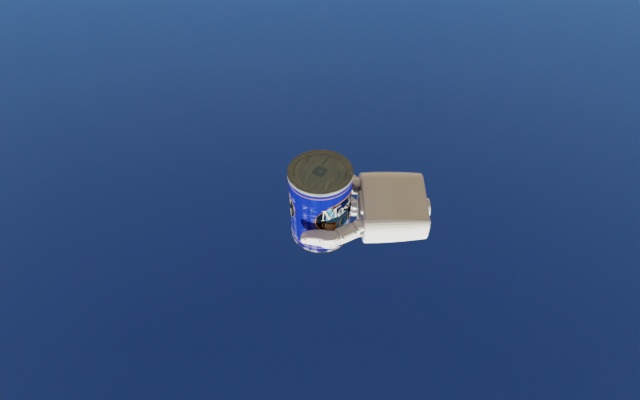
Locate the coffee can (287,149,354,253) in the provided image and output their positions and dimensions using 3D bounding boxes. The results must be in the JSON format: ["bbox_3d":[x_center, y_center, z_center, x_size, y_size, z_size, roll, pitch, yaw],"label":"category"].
[{"bbox_3d":[0.000,0.003,0.782,0.103,0.102,0.140,0,-44,0],"label":"coffee can"}]
